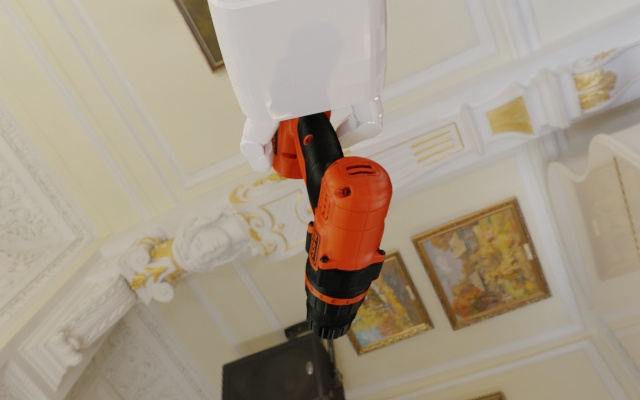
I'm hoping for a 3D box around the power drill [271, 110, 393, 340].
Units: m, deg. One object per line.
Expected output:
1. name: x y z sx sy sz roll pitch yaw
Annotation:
1. power drill: 0.000 0.001 0.408 0.057 0.185 0.187 -5 45 -17
